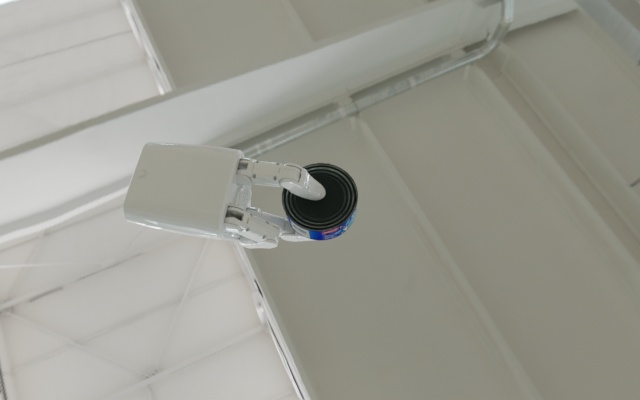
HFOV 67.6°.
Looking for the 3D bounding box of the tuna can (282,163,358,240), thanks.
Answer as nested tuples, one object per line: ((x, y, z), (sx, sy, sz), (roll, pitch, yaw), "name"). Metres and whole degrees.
((0.000, 0.002, 0.548), (0.086, 0.086, 0.034), (0, -27, 4), "tuna can")
